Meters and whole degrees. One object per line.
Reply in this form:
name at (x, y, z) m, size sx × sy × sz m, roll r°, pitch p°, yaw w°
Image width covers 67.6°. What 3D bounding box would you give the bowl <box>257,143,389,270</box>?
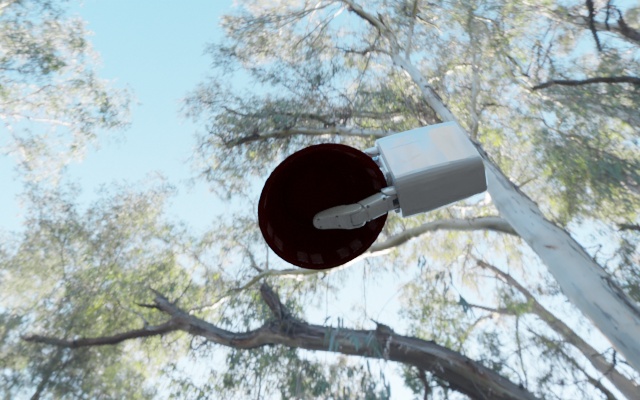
bowl at (-0.001, 0.002, 0.586) m, size 0.162 × 0.162 × 0.055 m, roll 0°, pitch 21°, yaw -15°
